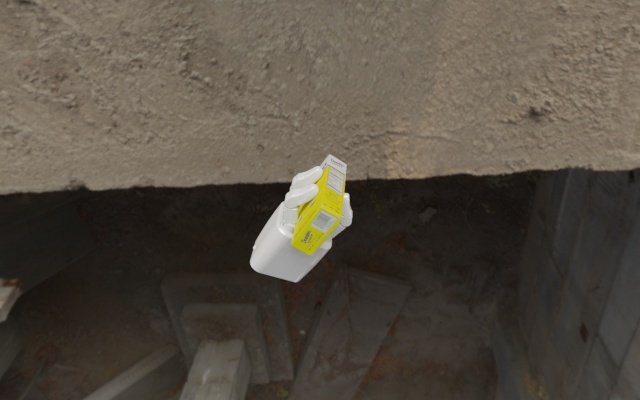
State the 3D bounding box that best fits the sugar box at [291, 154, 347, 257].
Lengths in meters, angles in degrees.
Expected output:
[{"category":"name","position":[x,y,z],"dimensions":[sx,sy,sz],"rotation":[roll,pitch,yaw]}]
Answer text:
[{"category":"sugar box","position":[0.000,0.003,0.805],"dimensions":[0.048,0.093,0.176],"rotation":[30,30,-15]}]
